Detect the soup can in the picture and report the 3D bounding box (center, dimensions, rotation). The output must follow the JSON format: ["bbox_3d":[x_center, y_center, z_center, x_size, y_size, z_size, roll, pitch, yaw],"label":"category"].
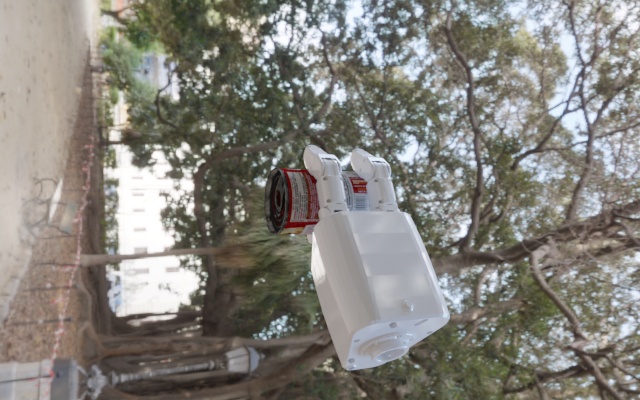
[{"bbox_3d":[0.000,0.001,0.497,0.102,0.068,0.068,1,0,-24],"label":"soup can"}]
